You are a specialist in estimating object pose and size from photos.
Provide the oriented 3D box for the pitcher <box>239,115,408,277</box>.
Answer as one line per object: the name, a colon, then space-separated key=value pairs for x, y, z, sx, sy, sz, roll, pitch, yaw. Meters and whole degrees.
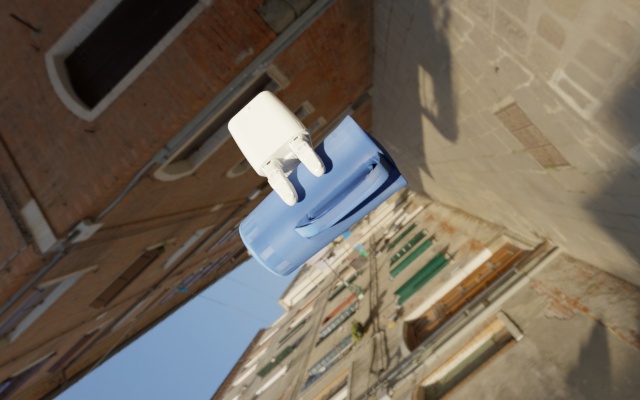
pitcher: x=0.000 y=0.002 z=0.702 sx=0.243 sy=0.145 sz=0.149 roll=-42 pitch=-28 yaw=7
